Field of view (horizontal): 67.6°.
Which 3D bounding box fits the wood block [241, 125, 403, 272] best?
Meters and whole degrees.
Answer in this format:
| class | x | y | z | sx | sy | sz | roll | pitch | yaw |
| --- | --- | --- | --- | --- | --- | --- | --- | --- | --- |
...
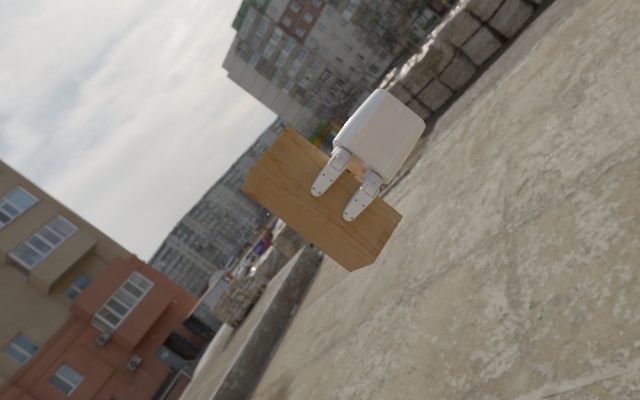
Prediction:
| class | x | y | z | sx | sy | sz | roll | pitch | yaw |
| --- | --- | --- | --- | --- | --- | --- | --- | --- | --- |
| wood block | 0.000 | 0.002 | 0.687 | 0.206 | 0.090 | 0.091 | 38 | -23 | -4 |
